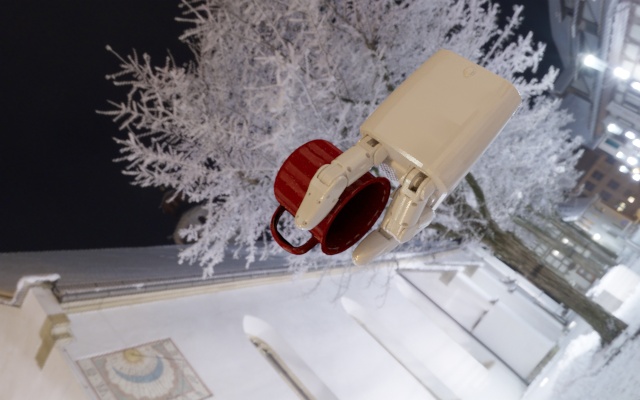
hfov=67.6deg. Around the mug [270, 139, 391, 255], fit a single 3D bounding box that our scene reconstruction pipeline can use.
[{"bbox_3d":[-0.001,0.002,0.469,0.081,0.117,0.093,41,-7,27],"label":"mug"}]
